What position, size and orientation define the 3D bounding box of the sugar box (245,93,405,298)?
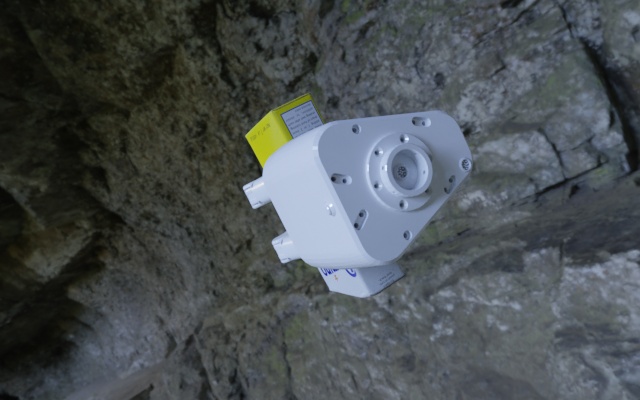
[{"bbox_3d":[0.000,0.002,0.434,0.048,0.176,0.093,-28,5,-22],"label":"sugar box"}]
